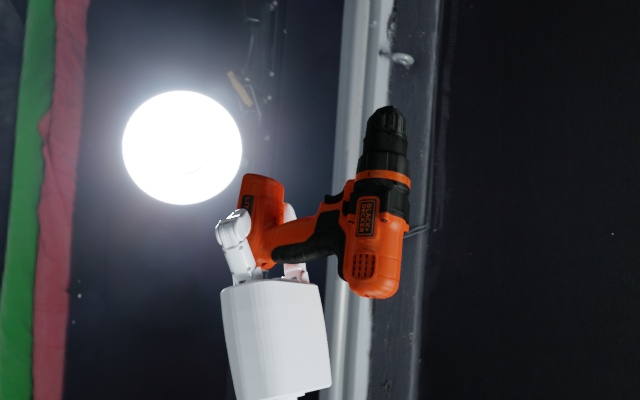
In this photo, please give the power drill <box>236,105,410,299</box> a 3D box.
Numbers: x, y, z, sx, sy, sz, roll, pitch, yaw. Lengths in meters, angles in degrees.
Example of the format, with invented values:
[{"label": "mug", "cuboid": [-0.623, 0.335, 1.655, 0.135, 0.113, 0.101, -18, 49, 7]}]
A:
[{"label": "power drill", "cuboid": [0.000, 0.002, 0.481, 0.187, 0.184, 0.057, -5, -22, 36]}]
